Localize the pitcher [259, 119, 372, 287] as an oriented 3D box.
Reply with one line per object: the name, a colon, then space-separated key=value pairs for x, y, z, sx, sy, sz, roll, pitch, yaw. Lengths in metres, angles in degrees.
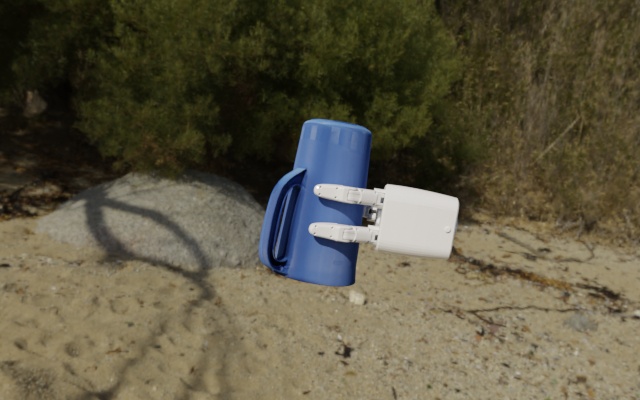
pitcher: x=0.000 y=0.002 z=0.730 sx=0.145 sy=0.243 sz=0.149 roll=9 pitch=3 yaw=4
